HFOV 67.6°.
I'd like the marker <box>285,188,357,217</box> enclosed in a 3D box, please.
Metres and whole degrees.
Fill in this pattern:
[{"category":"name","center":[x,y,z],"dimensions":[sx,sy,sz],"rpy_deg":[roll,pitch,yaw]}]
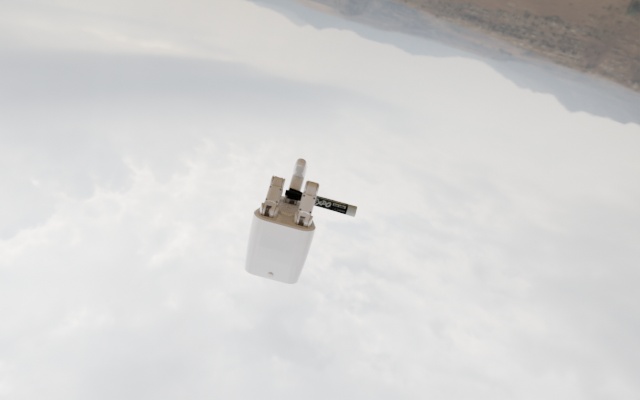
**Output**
[{"category":"marker","center":[0.000,0.003,0.783],"dimensions":[0.121,0.020,0.020],"rpy_deg":[16,0,0]}]
